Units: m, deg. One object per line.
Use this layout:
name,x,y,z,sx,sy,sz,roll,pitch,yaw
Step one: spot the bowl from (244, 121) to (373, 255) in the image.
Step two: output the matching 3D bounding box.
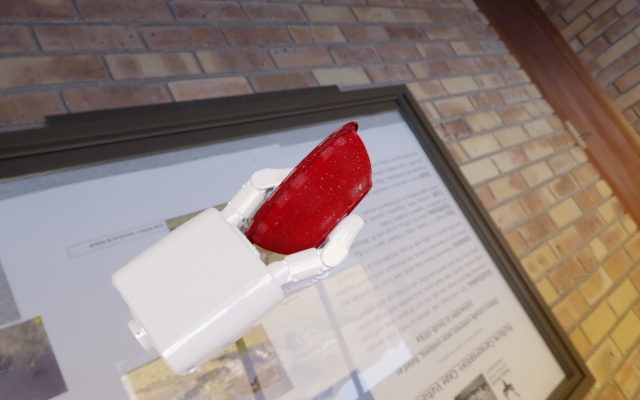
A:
bowl,0.001,0.001,0.465,0.055,0.162,0.162,42,5,6
